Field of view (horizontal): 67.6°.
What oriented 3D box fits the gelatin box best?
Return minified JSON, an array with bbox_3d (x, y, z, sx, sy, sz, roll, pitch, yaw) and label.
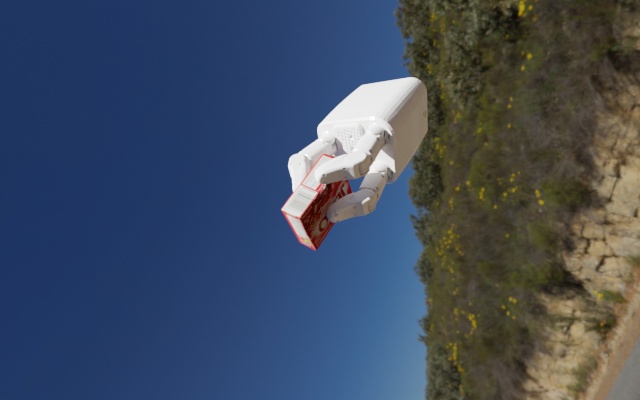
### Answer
[{"bbox_3d":[0.000,0.002,0.555,0.030,0.089,0.073,23,-25,29],"label":"gelatin box"}]
